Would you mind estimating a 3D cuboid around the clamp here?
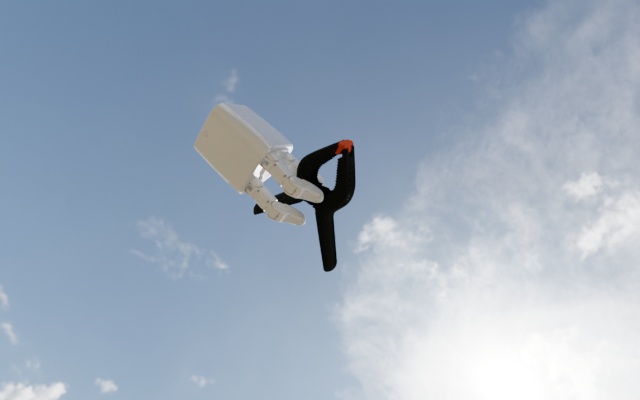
[{"bbox_3d":[0.001,0.002,0.720,0.210,0.164,0.036,-52,-9,34],"label":"clamp"}]
